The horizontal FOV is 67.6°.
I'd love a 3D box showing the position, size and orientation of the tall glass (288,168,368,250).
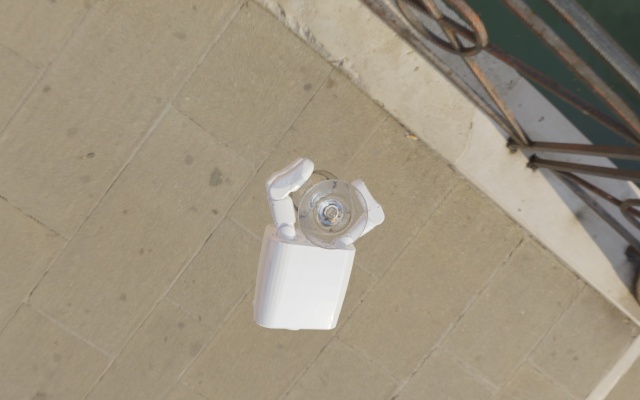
[{"bbox_3d":[0.000,0.002,0.591,0.079,0.079,0.201,0,8,-8],"label":"tall glass"}]
